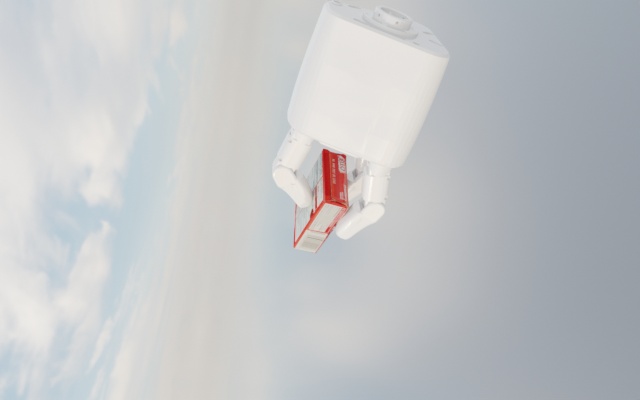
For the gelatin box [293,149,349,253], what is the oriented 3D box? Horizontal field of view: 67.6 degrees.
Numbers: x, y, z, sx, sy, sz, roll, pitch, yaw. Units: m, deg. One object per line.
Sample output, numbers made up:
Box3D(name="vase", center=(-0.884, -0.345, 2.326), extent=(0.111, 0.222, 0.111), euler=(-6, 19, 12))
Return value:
Box3D(name="gelatin box", center=(0.000, 0.002, 0.510), extent=(0.030, 0.073, 0.089), euler=(15, -43, -17))
